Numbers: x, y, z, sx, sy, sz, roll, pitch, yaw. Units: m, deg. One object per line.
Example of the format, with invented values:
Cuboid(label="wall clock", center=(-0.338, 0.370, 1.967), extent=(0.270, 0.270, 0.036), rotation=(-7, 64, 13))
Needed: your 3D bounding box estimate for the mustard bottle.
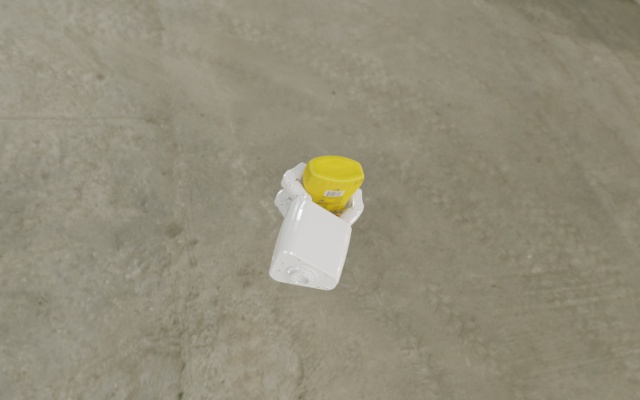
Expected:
Cuboid(label="mustard bottle", center=(0.000, 0.002, 0.840), extent=(0.096, 0.058, 0.192), rotation=(0, -35, -21))
